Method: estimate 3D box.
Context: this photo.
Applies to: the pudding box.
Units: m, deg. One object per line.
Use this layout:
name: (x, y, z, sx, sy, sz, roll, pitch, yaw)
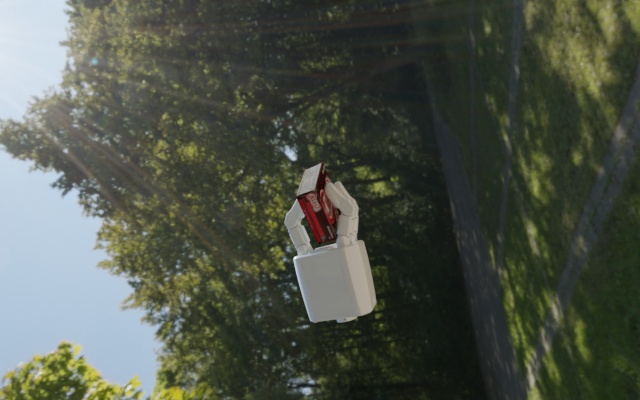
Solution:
pudding box: (0.000, 0.003, 0.754, 0.039, 0.090, 0.113, -18, 24, 12)
